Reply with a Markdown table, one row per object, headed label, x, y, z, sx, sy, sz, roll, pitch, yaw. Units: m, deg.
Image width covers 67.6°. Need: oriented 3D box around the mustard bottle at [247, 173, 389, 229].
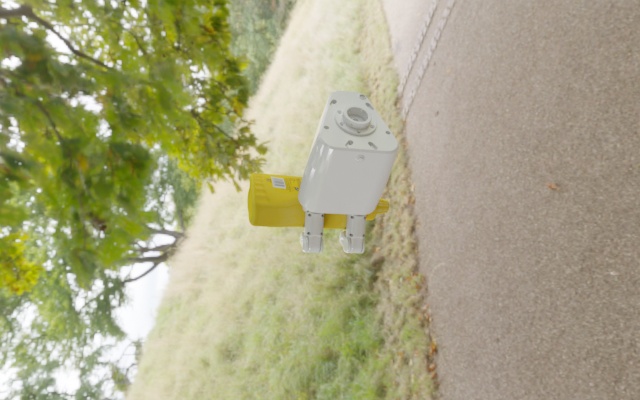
| label | x | y | z | sx | sy | sz | roll | pitch | yaw |
| --- | --- | --- | --- | --- | --- | --- | --- | --- | --- |
| mustard bottle | 0.000 | 0.002 | 0.645 | 0.191 | 0.058 | 0.096 | 3 | 25 | -13 |
